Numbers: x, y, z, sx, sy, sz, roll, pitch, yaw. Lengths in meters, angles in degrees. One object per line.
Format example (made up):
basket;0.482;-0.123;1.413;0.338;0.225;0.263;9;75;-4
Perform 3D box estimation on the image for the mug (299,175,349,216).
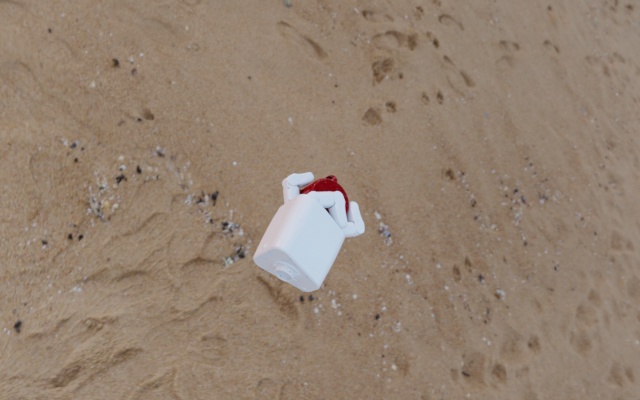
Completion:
mug;0.001;0.002;0.837;0.093;0.117;0.081;38;-36;-17
